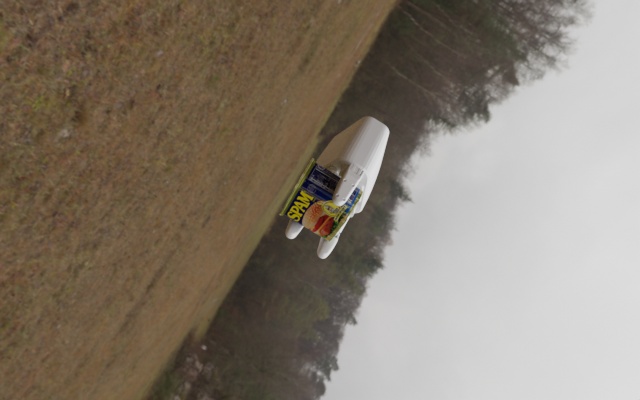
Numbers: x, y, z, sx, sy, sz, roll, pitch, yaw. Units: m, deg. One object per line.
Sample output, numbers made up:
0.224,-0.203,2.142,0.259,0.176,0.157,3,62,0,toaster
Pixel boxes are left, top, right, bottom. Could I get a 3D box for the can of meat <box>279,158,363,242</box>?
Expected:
0.000,0.002,0.670,0.084,0.057,0.102,31,-39,-3,can of meat
